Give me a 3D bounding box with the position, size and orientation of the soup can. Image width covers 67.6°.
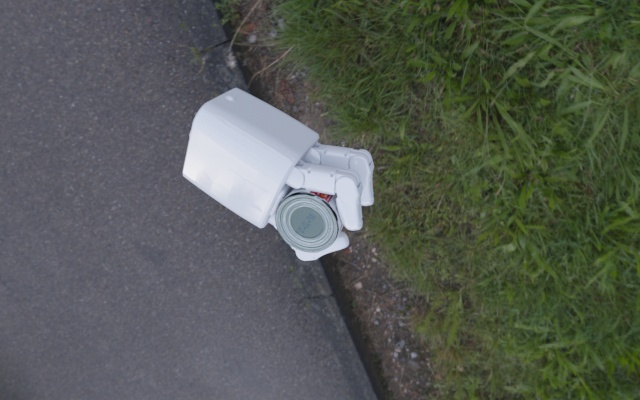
[{"bbox_3d":[0.000,0.002,0.510,0.068,0.068,0.102,0,25,19],"label":"soup can"}]
